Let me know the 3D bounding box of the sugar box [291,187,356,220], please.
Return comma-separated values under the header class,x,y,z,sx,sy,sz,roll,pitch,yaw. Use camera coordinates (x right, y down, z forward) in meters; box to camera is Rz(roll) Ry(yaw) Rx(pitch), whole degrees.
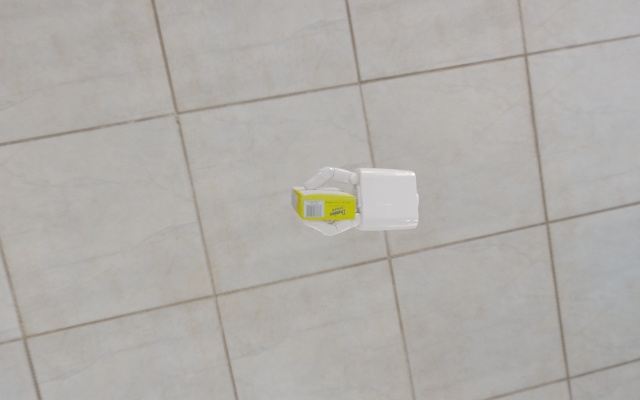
class,x,y,z,sx,sy,sz,roll,pitch,yaw
sugar box,0.000,0.003,0.863,0.093,0.048,0.176,1,4,-8
